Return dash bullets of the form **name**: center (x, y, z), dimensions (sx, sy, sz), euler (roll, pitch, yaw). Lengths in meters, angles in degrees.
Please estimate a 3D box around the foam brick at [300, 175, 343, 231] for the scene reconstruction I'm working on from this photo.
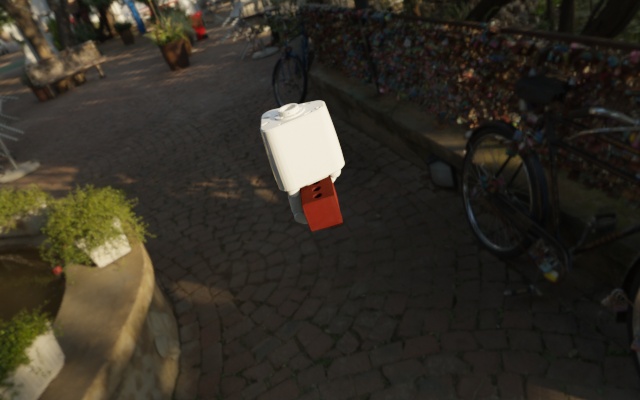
- **foam brick**: center (0.000, 0.003, 0.745), dimensions (0.053, 0.051, 0.078), euler (-16, 29, 3)
